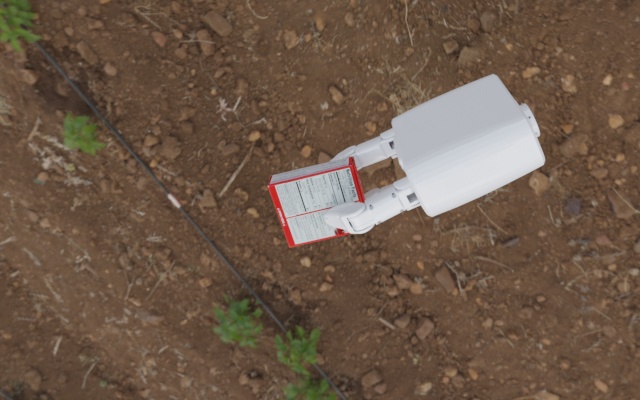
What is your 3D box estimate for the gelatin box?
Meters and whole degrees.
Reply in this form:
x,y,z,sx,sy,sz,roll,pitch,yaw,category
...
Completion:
x,y,z,sx,sy,sz,roll,pitch,yaw,category
0.000,0.002,0.483,0.089,0.073,0.030,-14,24,9,gelatin box
